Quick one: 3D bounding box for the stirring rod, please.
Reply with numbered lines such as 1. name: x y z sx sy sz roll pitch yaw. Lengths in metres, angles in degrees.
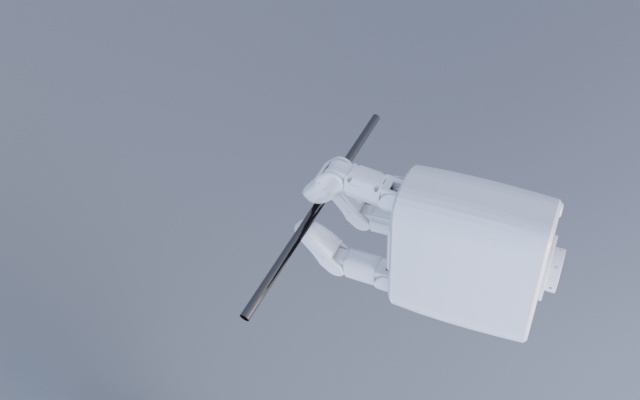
1. stirring rod: 0.000 0.001 0.413 0.011 0.239 0.011 23 -34 16
